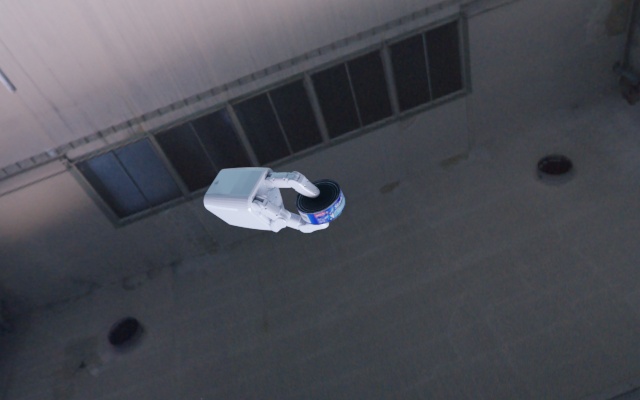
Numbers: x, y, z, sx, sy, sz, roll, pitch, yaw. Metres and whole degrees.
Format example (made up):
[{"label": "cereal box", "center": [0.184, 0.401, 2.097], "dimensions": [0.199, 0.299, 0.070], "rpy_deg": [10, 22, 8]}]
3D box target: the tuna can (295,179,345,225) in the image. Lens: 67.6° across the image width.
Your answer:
[{"label": "tuna can", "center": [0.000, 0.003, 0.852], "dimensions": [0.086, 0.086, 0.034], "rpy_deg": [0, -44, 29]}]
